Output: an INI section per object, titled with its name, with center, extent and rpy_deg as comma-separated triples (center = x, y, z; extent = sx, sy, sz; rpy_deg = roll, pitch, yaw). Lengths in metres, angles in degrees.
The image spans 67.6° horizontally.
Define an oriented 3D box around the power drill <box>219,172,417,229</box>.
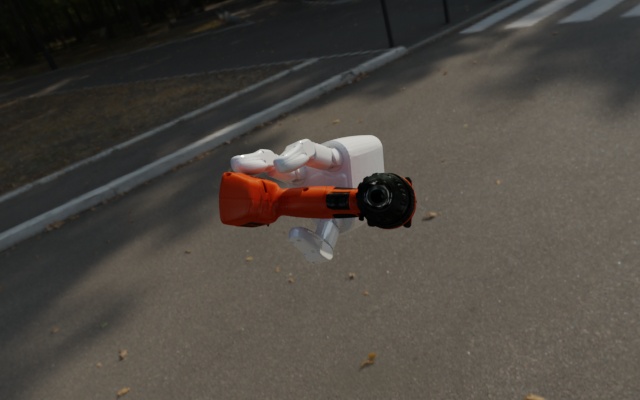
[power drill]
center = 0.000, 0.001, 0.473
extent = 0.187, 0.057, 0.184
rpy_deg = 2, -4, 14
